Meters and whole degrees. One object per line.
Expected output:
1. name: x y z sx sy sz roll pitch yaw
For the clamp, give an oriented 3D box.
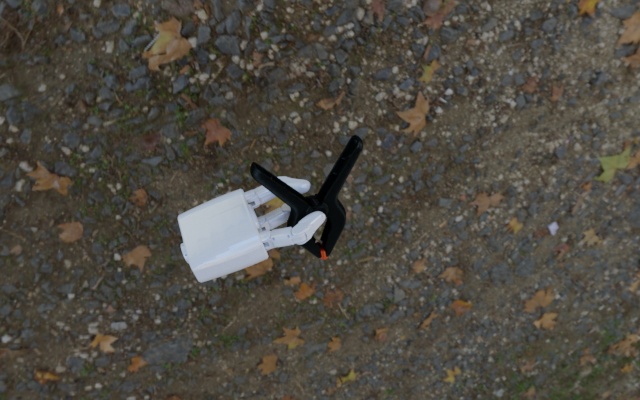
1. clamp: 0.000 0.003 0.721 0.164 0.210 0.036 -21 39 -6
